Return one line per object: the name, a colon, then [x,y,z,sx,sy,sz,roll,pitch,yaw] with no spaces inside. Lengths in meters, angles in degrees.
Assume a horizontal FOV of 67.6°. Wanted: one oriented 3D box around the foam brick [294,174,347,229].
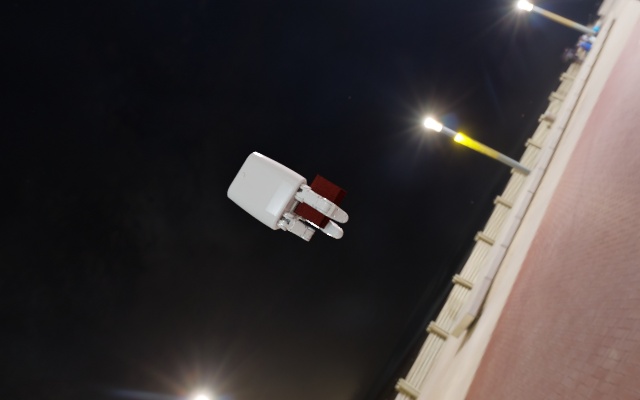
foam brick: [0.000,0.002,0.818,0.051,0.078,0.053,32,-1,15]
